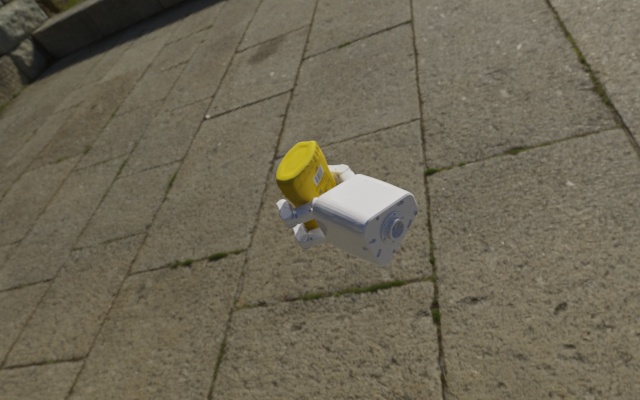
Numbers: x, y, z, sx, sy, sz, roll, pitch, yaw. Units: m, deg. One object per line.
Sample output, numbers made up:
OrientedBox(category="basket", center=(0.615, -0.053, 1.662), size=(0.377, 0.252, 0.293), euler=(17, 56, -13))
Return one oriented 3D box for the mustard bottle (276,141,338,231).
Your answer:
OrientedBox(category="mustard bottle", center=(0.000, 0.002, 0.781), size=(0.058, 0.096, 0.192), euler=(-2, -44, 32))
